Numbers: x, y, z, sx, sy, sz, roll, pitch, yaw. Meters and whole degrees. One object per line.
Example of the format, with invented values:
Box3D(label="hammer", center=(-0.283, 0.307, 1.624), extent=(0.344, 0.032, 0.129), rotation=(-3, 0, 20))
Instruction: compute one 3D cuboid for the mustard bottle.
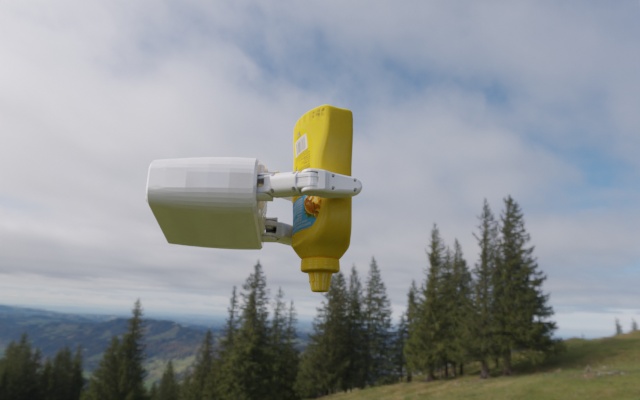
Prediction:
Box3D(label="mustard bottle", center=(0.000, 0.001, 0.515), extent=(0.058, 0.191, 0.096), rotation=(9, -18, -24))
